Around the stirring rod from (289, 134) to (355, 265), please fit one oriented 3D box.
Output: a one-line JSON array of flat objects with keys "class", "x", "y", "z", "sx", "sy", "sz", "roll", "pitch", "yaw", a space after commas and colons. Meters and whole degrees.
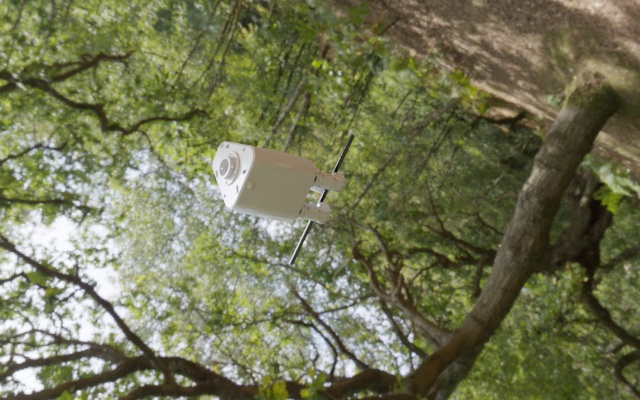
[{"class": "stirring rod", "x": 0.000, "y": 0.002, "z": 0.779, "sx": 0.011, "sy": 0.239, "sz": 0.011, "roll": 24, "pitch": 15, "yaw": -7}]
